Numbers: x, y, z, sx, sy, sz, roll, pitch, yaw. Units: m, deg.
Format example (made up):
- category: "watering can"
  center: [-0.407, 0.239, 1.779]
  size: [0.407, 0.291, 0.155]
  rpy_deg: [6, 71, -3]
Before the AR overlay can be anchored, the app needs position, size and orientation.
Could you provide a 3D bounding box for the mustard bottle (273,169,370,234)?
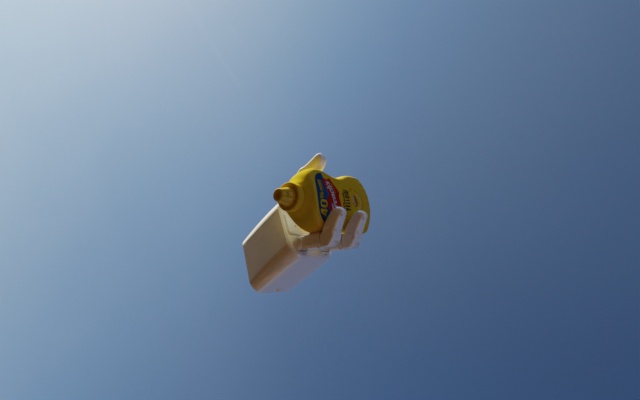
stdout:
- category: "mustard bottle"
  center: [0.001, 0.002, 0.714]
  size: [0.058, 0.096, 0.191]
  rpy_deg: [-17, -16, 36]
